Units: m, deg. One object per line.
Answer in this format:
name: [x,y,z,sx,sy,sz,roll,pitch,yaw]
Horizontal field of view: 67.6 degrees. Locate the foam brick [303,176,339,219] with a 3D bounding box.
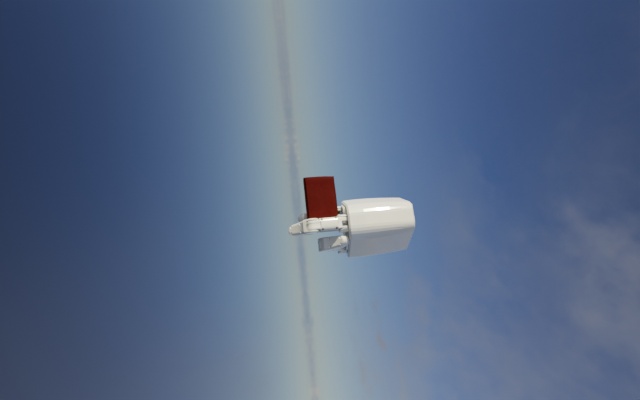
foam brick: [0.000,0.002,0.804,0.051,0.078,0.053,-6,-11,-3]
